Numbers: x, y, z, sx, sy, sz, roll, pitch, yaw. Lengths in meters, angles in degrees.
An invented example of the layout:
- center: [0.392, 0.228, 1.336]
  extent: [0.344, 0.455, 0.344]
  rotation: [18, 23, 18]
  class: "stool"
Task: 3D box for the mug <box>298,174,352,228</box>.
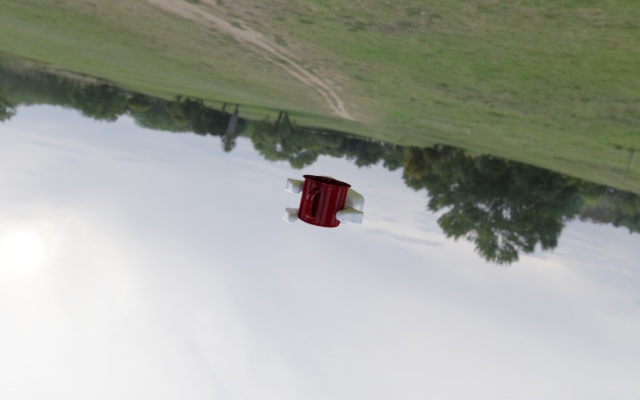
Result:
- center: [0.000, 0.003, 0.876]
  extent: [0.093, 0.081, 0.117]
  rotation: [15, 10, 17]
  class: "mug"
